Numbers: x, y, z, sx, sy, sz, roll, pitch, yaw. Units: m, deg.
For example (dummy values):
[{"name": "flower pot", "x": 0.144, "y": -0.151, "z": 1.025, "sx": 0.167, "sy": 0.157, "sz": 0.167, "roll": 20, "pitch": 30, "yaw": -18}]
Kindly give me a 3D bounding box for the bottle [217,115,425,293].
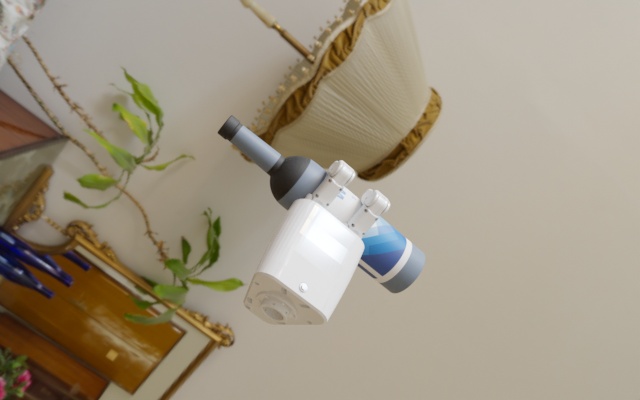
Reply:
[{"name": "bottle", "x": 0.000, "y": 0.002, "z": 0.585, "sx": 0.296, "sy": 0.069, "sz": 0.069, "roll": 39, "pitch": -10, "yaw": -12}]
